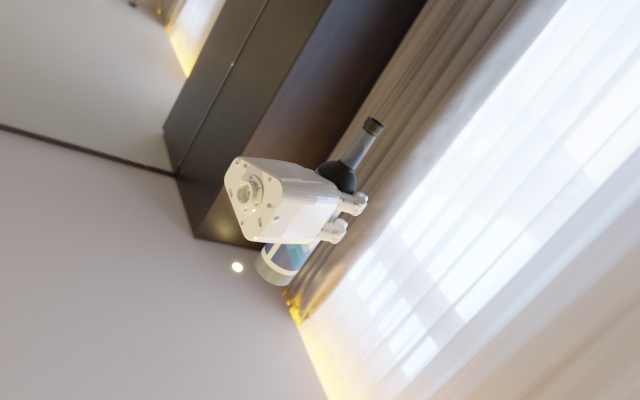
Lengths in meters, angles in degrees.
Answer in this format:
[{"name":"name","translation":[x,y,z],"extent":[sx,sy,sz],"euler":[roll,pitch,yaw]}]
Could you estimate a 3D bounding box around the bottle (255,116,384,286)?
[{"name":"bottle","translation":[0.000,0.003,0.720],"extent":[0.069,0.296,0.069],"euler":[29,22,-13]}]
